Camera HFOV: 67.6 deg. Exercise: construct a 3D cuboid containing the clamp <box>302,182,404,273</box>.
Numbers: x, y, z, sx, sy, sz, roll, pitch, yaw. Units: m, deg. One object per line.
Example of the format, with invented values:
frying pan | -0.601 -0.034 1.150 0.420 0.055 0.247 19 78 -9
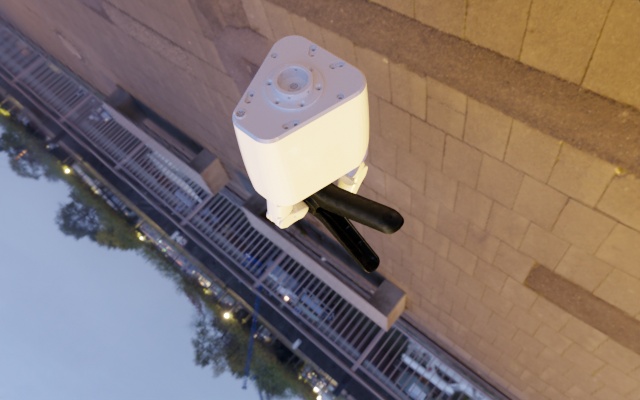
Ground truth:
clamp | -0.001 0.002 0.555 0.210 0.036 0.165 36 -21 19
